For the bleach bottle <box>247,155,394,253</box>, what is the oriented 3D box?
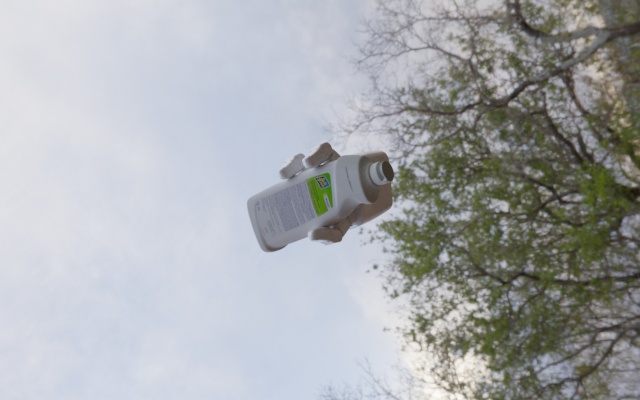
[{"bbox_3d":[0.000,0.002,0.706,0.251,0.102,0.068,-20,-1,39],"label":"bleach bottle"}]
